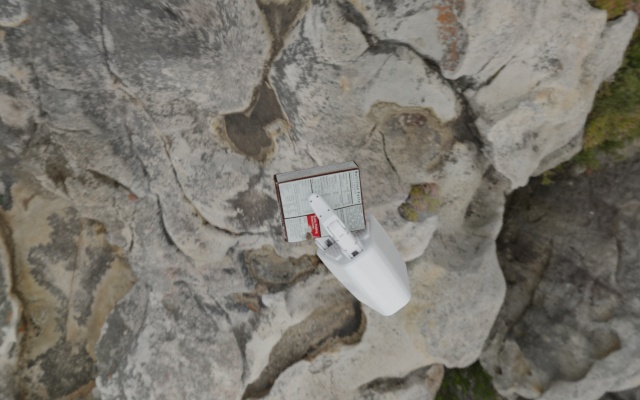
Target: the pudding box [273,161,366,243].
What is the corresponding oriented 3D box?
[{"bbox_3d":[0.000,0.002,0.633,0.113,0.090,0.039,-11,20,-8],"label":"pudding box"}]
